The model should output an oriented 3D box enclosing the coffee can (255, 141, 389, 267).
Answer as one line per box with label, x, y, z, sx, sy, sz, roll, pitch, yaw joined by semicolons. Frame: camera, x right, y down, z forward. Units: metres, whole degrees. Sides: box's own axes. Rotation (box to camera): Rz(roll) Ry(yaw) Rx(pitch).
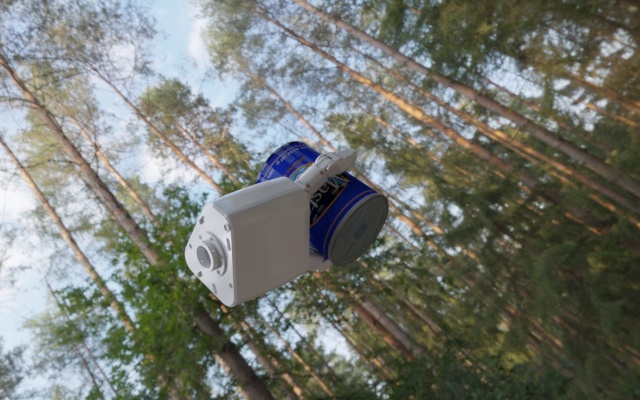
coffee can;0.000;0.002;0.603;0.140;0.103;0.103;36;20;29
